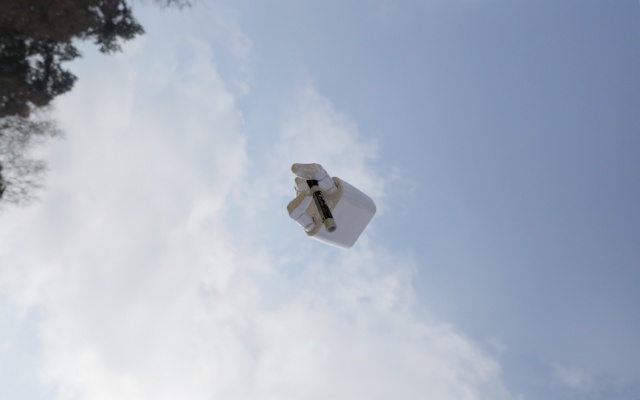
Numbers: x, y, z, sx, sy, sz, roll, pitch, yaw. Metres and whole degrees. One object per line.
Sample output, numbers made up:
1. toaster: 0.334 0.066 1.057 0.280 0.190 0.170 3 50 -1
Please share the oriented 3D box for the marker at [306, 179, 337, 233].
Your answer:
1. marker: 0.000 0.003 0.779 0.020 0.020 0.121 0 44 -24
